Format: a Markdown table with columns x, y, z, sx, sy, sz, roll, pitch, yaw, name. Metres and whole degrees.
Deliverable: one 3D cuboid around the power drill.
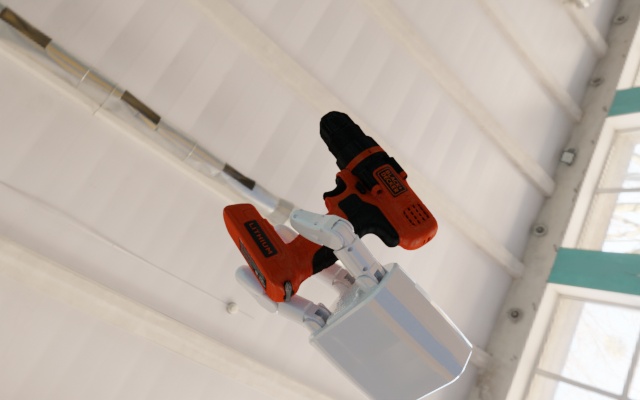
| x | y | z | sx | sy | sz | roll | pitch | yaw | name |
| --- | --- | --- | --- | --- | --- | --- | --- | --- | --- |
| 0.000 | 0.002 | 0.489 | 0.187 | 0.184 | 0.057 | -28 | -25 | -18 | power drill |
